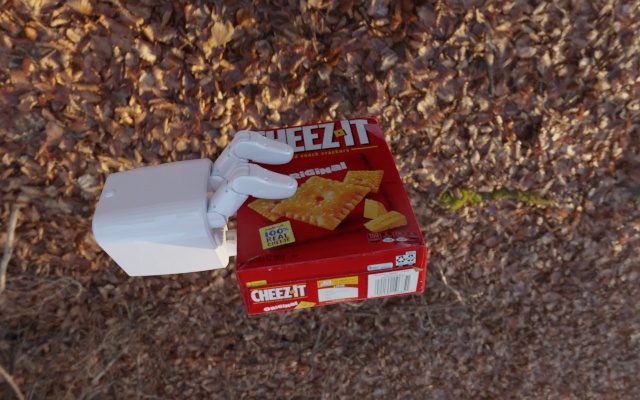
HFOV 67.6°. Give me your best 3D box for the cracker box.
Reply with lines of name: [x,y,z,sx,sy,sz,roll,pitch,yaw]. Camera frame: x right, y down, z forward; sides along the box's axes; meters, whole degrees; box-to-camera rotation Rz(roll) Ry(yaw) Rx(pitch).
cracker box: [0.000,0.002,0.488,0.164,0.072,0.213,-7,42,-2]
